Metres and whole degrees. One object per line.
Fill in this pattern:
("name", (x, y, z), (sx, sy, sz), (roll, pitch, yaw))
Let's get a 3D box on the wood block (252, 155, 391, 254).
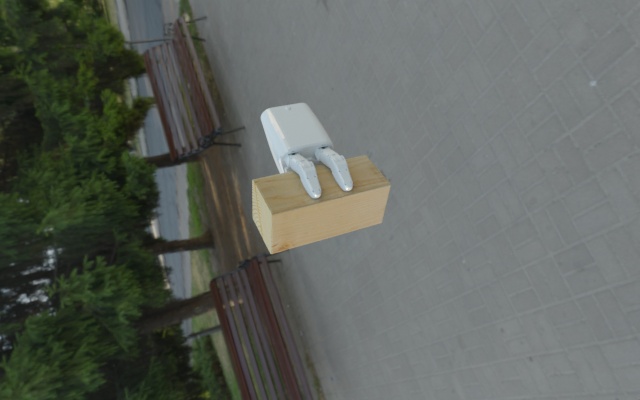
("wood block", (0.000, 0.003, 0.789), (0.206, 0.091, 0.090), (-14, 46, -22))
